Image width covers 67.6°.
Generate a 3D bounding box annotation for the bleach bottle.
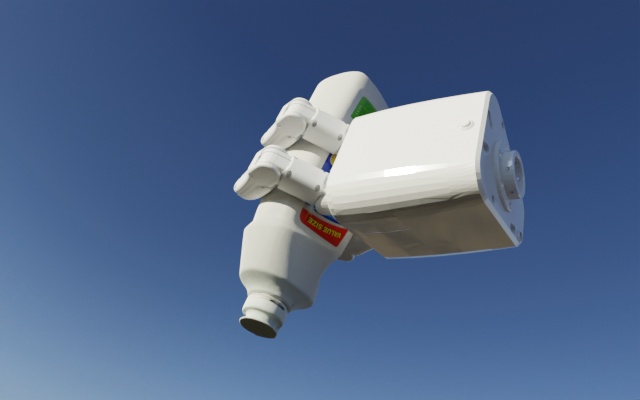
[{"bbox_3d":[0.000,0.001,0.408,0.068,0.250,0.103,-8,-46,35],"label":"bleach bottle"}]
